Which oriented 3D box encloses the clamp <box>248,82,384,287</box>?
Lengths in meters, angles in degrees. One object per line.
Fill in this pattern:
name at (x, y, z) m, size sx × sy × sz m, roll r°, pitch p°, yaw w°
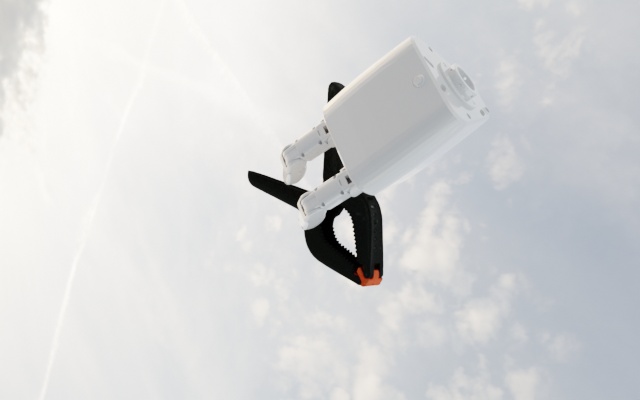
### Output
clamp at (0.001, 0.002, 0.511) m, size 0.164 × 0.210 × 0.036 m, roll -36°, pitch -25°, yaw 32°
